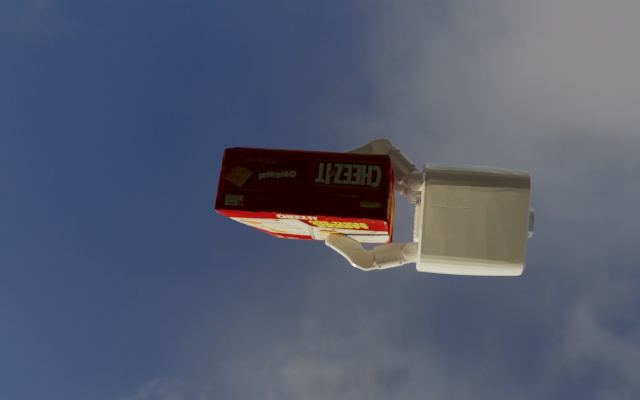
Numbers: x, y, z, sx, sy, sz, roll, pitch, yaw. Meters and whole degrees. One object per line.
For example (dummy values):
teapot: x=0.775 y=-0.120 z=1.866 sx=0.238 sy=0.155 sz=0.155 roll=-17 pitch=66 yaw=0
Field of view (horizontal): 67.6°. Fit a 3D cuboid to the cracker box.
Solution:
cracker box: x=0.000 y=0.002 z=0.541 sx=0.164 sy=0.072 sz=0.214 roll=3 pitch=-10 yaw=10
